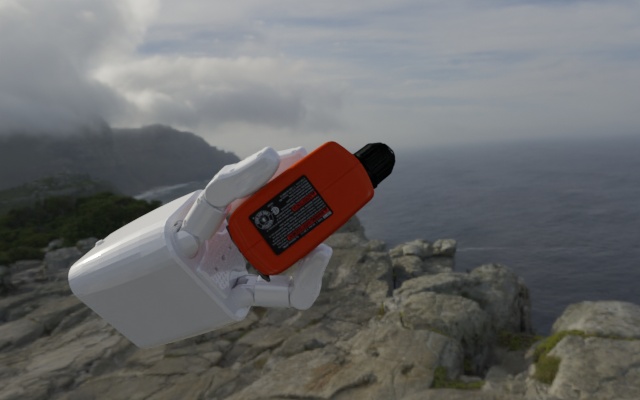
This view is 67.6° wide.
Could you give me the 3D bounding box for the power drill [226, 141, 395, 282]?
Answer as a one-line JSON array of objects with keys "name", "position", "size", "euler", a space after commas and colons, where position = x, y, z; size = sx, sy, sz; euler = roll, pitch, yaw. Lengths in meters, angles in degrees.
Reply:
[{"name": "power drill", "position": [0.000, 0.001, 0.421], "size": [0.184, 0.057, 0.187], "euler": [-40, -4, -1]}]
